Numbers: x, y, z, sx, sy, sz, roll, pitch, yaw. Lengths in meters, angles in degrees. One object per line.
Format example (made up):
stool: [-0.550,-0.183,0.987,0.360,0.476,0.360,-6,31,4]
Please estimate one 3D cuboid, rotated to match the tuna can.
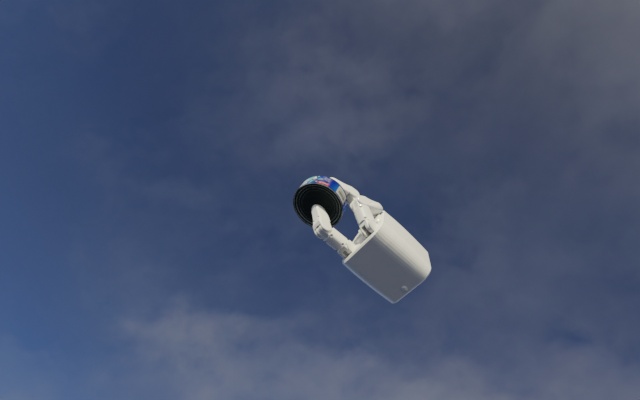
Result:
tuna can: [0.000,0.002,0.791,0.086,0.086,0.033,0,29,21]
